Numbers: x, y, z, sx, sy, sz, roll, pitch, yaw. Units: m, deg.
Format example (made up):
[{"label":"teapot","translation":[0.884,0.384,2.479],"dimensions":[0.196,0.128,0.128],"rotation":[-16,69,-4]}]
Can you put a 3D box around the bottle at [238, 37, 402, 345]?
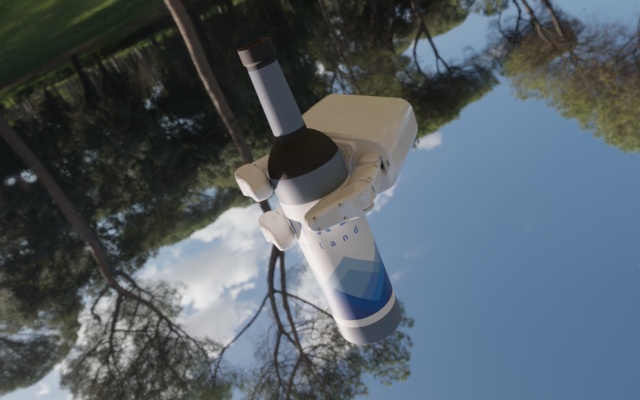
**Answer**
[{"label":"bottle","translation":[0.000,0.002,0.431],"dimensions":[0.069,0.296,0.069],"rotation":[-19,26,9]}]
